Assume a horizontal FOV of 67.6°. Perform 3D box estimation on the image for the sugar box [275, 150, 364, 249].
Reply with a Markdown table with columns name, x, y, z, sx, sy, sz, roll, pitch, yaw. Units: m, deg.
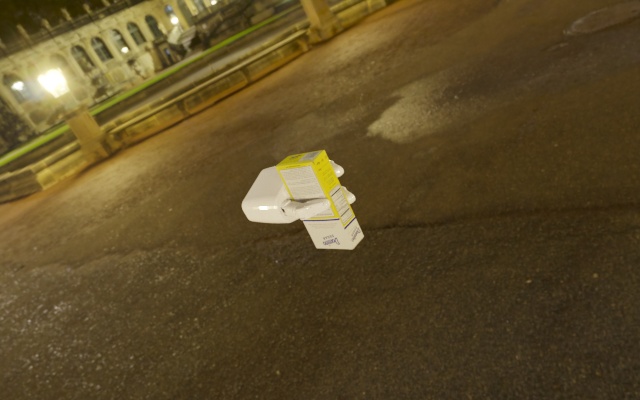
| name | x | y | z | sx | sy | sz | roll | pitch | yaw |
| --- | --- | --- | --- | --- | --- | --- | --- | --- | --- |
| sugar box | 0.000 | 0.002 | 0.833 | 0.093 | 0.176 | 0.048 | -3 | 33 | 44 |
